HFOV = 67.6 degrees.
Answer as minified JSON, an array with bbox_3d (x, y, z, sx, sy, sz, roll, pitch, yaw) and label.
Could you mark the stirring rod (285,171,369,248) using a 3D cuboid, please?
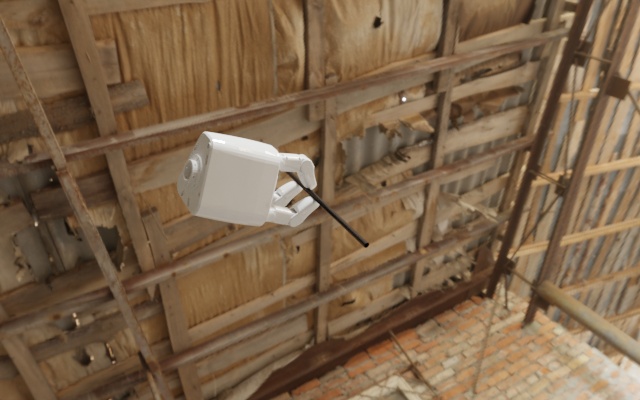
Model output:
[{"bbox_3d":[0.000,0.002,0.709,0.011,0.011,0.239,0,28,-34],"label":"stirring rod"}]
